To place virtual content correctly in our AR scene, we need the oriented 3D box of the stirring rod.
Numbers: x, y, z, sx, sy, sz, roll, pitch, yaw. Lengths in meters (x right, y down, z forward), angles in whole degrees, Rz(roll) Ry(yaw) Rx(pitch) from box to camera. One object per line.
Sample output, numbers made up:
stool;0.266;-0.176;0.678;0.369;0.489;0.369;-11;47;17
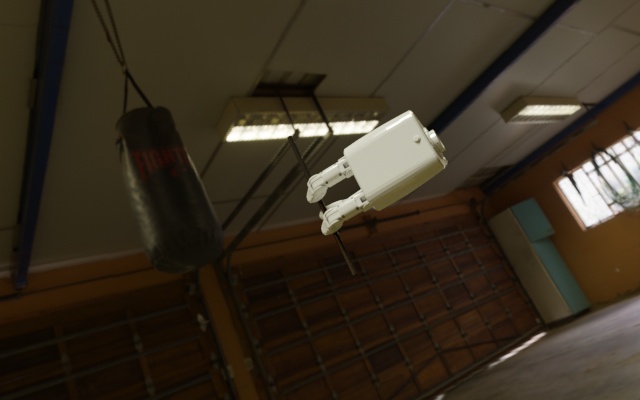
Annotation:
stirring rod;0.000;0.002;0.710;0.011;0.239;0.011;-23;-19;-8
